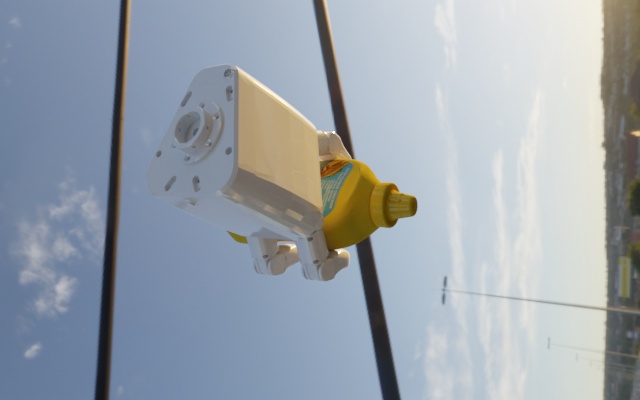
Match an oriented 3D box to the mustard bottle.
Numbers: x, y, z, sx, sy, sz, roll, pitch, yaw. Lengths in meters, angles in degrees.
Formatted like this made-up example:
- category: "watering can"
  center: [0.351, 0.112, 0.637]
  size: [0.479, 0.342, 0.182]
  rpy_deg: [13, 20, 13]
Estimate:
- category: "mustard bottle"
  center: [0.000, 0.002, 0.462]
  size: [0.191, 0.096, 0.058]
  rpy_deg: [2, -41, 33]
